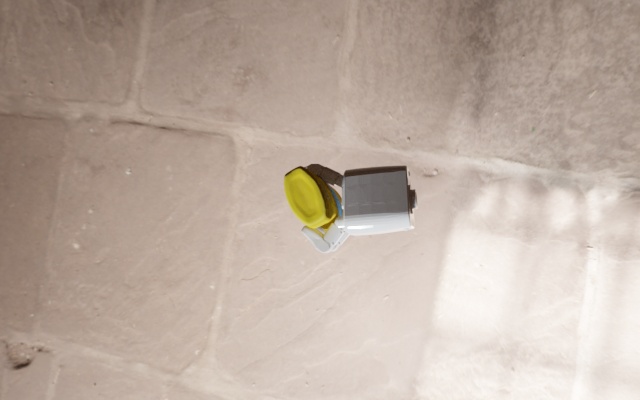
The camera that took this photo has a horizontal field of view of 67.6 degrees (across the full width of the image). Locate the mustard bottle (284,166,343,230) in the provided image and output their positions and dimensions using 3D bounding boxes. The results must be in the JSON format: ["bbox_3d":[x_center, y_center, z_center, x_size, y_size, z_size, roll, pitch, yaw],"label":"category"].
[{"bbox_3d":[0.000,0.003,0.813,0.058,0.096,0.191,-30,-13,10],"label":"mustard bottle"}]
